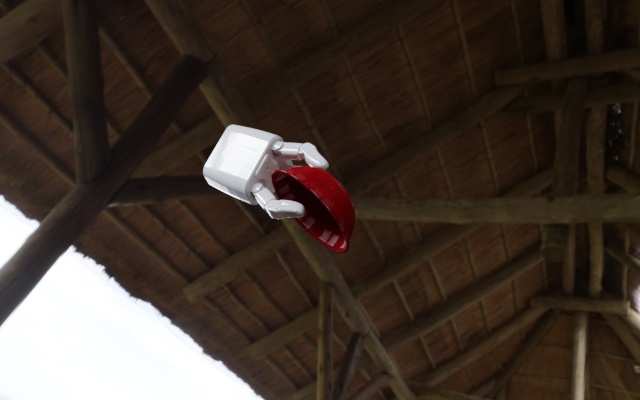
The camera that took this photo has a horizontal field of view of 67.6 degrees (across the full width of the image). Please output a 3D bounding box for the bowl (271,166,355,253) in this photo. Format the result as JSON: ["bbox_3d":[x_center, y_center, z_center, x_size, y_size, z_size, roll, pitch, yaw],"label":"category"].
[{"bbox_3d":[0.001,0.003,0.722,0.055,0.162,0.162,-42,16,-19],"label":"bowl"}]
